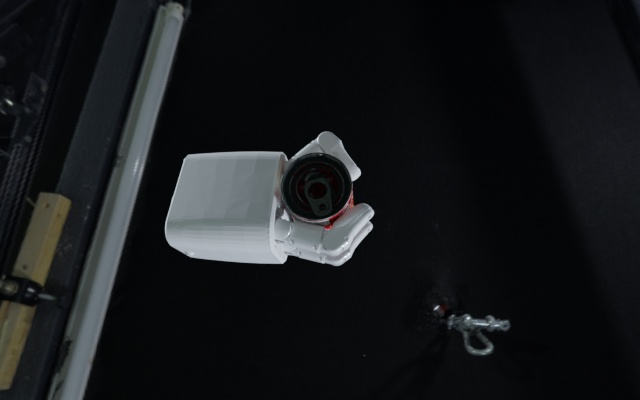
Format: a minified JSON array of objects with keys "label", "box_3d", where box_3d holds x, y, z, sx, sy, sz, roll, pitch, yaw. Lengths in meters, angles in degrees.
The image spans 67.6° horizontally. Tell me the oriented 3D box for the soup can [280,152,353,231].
[{"label":"soup can","box_3d":[0.001,0.002,0.494,0.068,0.068,0.102,0,-18,5]}]
